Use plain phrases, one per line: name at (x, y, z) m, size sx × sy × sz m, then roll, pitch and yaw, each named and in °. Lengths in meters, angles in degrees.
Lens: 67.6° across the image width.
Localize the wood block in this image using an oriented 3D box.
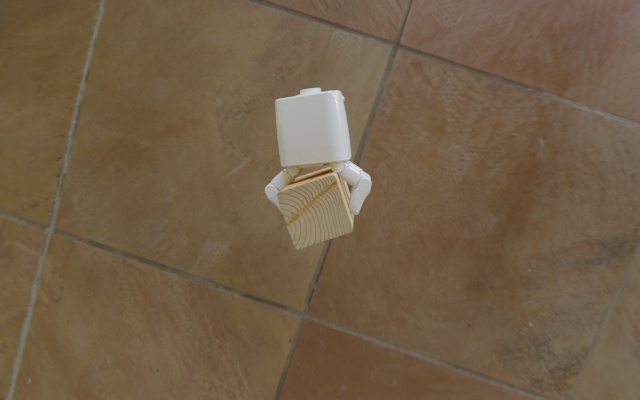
wood block at (0.000, 0.002, 0.780) m, size 0.091 × 0.090 × 0.206 m, roll -18°, pitch 7°, yaw 7°
